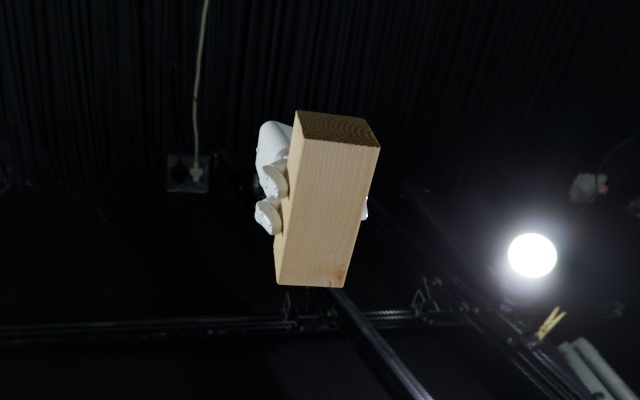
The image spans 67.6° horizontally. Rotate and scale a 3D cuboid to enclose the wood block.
[{"bbox_3d":[0.000,0.002,0.610,0.091,0.206,0.090,5,31,-12],"label":"wood block"}]
